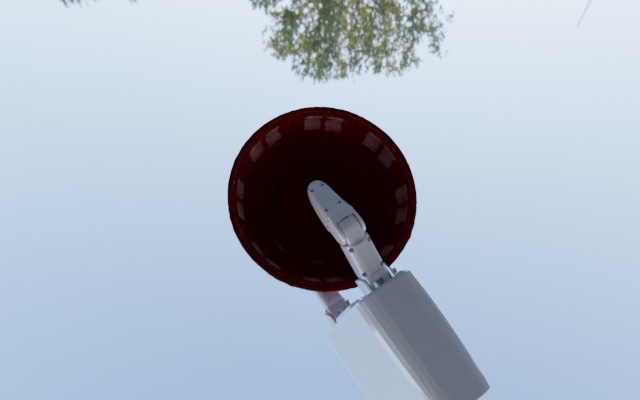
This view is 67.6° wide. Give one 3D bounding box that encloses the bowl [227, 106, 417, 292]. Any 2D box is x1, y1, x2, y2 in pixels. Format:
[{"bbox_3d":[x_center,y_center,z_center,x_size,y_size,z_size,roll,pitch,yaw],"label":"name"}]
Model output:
[{"bbox_3d":[0.000,0.000,0.426,0.162,0.162,0.055,0,-14,-8],"label":"bowl"}]
